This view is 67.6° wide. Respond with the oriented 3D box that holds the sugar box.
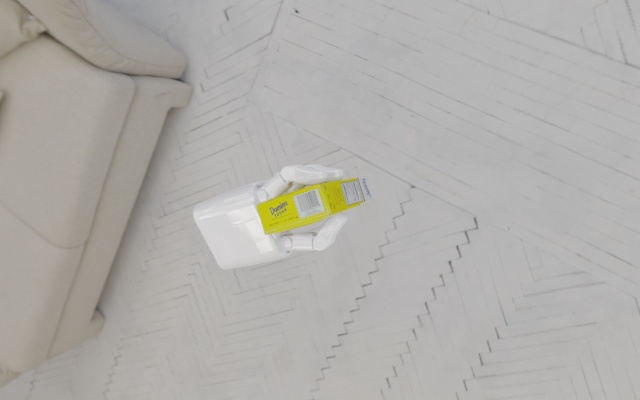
[{"bbox_3d":[0.000,0.002,0.642,0.093,0.048,0.176,-17,2,23],"label":"sugar box"}]
